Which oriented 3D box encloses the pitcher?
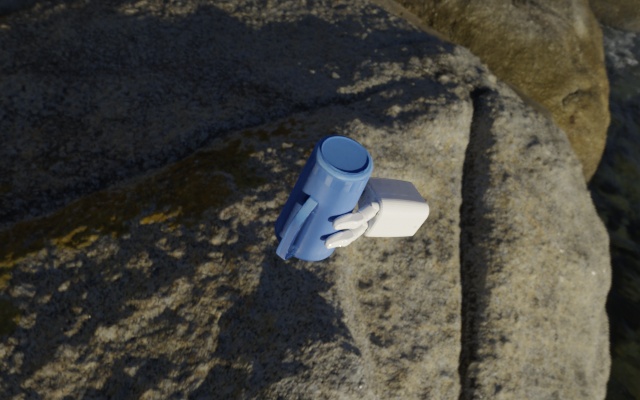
[{"bbox_3d":[0.000,0.003,0.888,0.145,0.149,0.243,4,-40,-19],"label":"pitcher"}]
